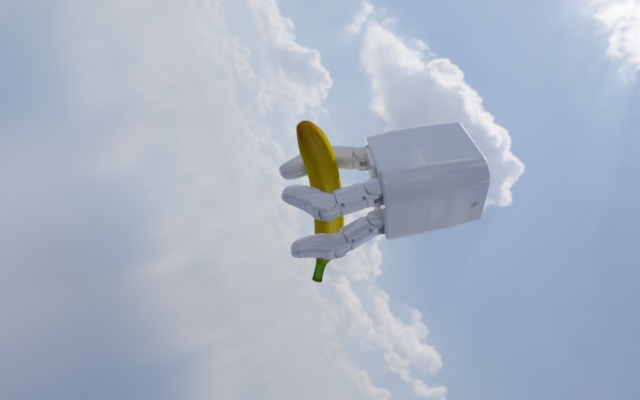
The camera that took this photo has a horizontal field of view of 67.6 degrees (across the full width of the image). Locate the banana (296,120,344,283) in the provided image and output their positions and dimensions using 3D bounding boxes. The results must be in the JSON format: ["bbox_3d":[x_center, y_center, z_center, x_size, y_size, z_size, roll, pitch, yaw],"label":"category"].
[{"bbox_3d":[0.003,-0.005,0.527,0.037,0.198,0.069,0,31,11],"label":"banana"}]
